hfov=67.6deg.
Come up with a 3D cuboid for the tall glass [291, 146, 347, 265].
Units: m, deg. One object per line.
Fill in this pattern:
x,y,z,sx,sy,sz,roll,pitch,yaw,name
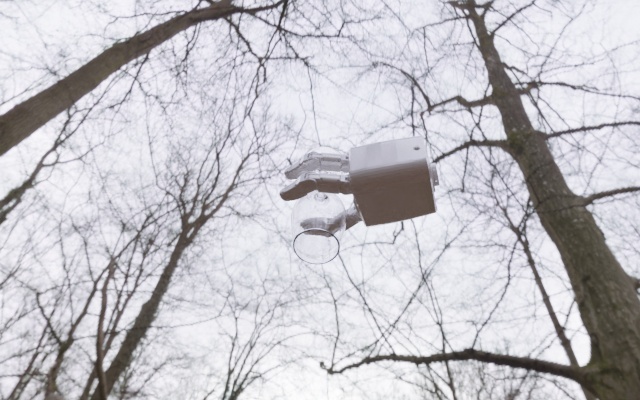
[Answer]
0.000,0.002,0.700,0.079,0.079,0.201,0,36,4,tall glass
